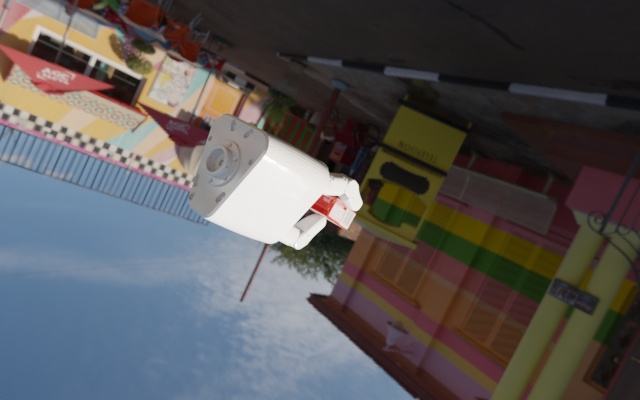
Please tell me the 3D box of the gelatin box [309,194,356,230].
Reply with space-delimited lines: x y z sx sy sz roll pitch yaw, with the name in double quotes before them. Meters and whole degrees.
"gelatin box" 0.000 0.003 0.633 0.073 0.030 0.089 29 -3 25
